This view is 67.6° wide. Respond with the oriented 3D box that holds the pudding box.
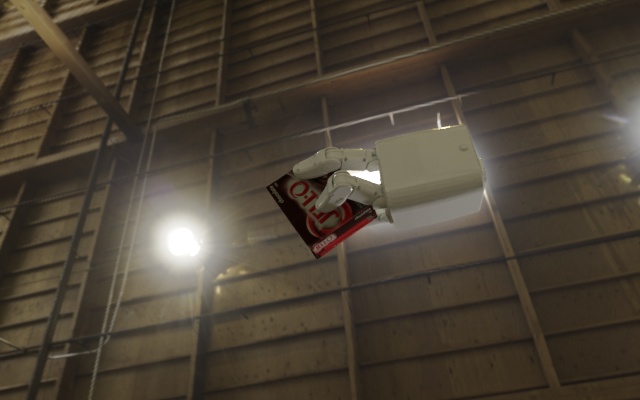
[{"bbox_3d":[0.000,0.002,0.574,0.090,0.113,0.039,-34,-39,-7],"label":"pudding box"}]
